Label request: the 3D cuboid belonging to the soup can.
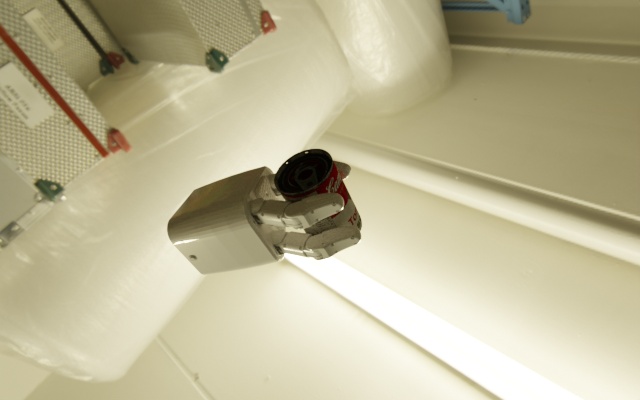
[{"bbox_3d":[0.001,0.002,0.538,0.068,0.068,0.102,0,-42,30],"label":"soup can"}]
